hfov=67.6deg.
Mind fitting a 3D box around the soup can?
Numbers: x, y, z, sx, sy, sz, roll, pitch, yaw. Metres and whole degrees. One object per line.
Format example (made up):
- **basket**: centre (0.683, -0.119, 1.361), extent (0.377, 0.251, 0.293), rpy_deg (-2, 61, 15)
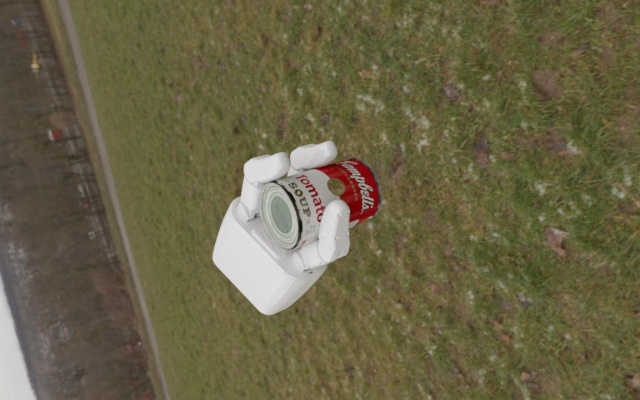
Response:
- **soup can**: centre (0.000, 0.001, 0.466), extent (0.102, 0.068, 0.068), rpy_deg (-18, 10, -35)
